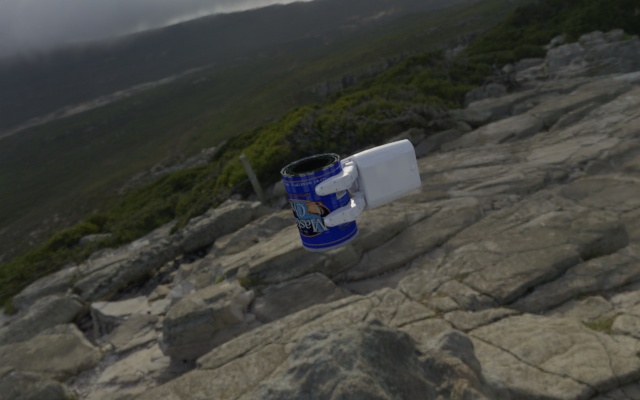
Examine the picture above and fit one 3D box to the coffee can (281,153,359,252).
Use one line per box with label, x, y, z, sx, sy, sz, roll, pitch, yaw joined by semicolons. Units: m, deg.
coffee can;0.000;0.003;0.818;0.103;0.140;0.102;-14;19;5
